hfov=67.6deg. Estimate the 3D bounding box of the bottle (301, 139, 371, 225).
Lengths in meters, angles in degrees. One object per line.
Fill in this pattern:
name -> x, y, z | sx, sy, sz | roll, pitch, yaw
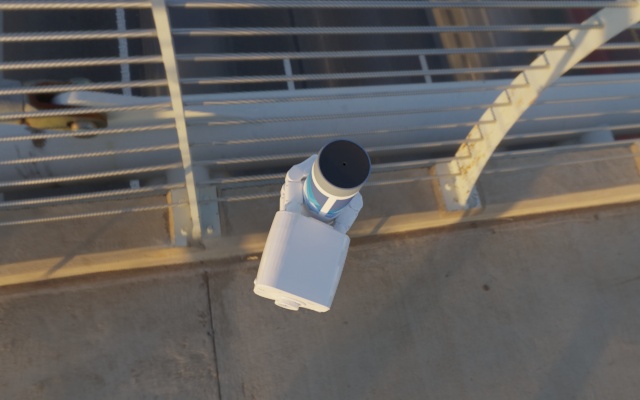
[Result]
bottle -> 0.000, 0.002, 0.700 | 0.069, 0.069, 0.296 | 0, -18, -12
